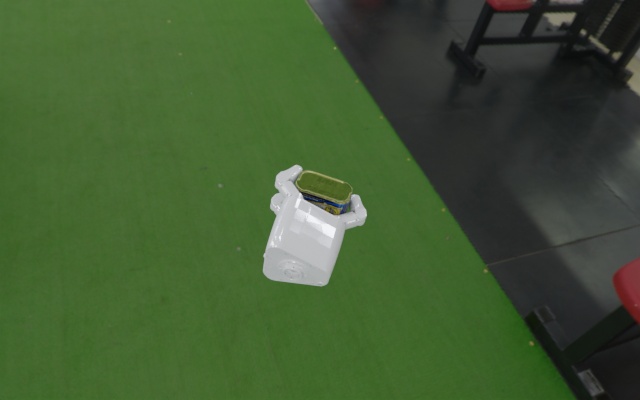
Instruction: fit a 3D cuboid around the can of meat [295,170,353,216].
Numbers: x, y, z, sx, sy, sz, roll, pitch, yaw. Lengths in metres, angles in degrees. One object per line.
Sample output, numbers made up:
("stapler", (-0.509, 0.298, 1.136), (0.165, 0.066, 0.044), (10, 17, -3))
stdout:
("can of meat", (0.000, 0.002, 0.832), (0.102, 0.057, 0.084), (18, -43, 3))
